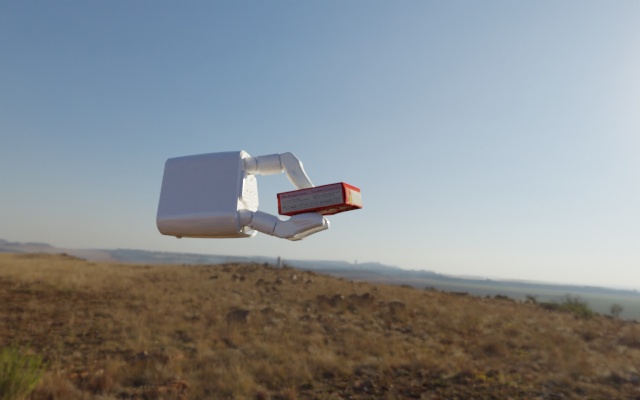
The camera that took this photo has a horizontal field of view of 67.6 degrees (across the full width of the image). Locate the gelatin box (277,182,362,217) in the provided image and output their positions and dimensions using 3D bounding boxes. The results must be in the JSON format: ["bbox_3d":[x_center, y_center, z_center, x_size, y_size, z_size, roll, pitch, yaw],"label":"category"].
[{"bbox_3d":[0.000,0.001,0.599,0.089,0.030,0.073,-11,-9,19],"label":"gelatin box"}]
